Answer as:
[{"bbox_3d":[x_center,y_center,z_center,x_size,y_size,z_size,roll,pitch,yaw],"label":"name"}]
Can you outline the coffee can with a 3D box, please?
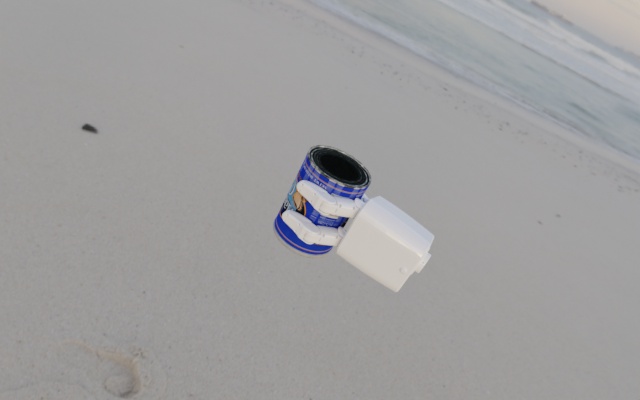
[{"bbox_3d":[0.000,0.002,0.724,0.103,0.140,0.102,21,31,-13],"label":"coffee can"}]
